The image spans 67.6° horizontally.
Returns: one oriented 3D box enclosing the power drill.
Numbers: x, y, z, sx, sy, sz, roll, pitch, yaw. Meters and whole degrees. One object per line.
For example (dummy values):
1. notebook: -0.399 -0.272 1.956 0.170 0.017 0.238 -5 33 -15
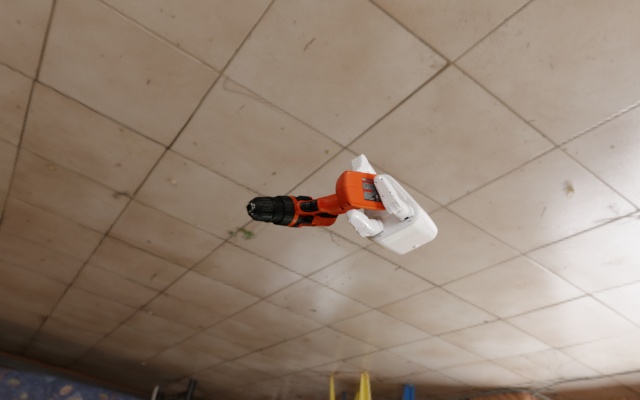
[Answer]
1. power drill: 0.001 0.002 0.765 0.184 0.057 0.188 3 -14 -44
